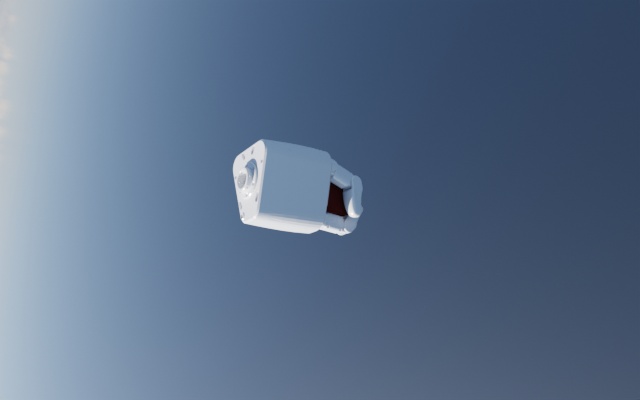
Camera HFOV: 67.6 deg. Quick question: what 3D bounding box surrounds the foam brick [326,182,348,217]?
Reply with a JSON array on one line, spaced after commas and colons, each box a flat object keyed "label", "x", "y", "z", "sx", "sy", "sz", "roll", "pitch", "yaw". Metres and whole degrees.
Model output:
[{"label": "foam brick", "x": 0.000, "y": 0.003, "z": 0.719, "sx": 0.051, "sy": 0.053, "sz": 0.078, "roll": 9, "pitch": -21, "yaw": -36}]
